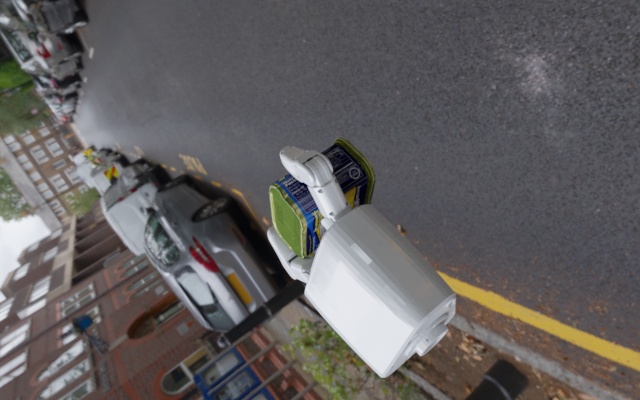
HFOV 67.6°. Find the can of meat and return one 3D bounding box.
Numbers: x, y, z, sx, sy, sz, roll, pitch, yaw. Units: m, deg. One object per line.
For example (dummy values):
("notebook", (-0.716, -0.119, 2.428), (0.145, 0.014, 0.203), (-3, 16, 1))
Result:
("can of meat", (0.000, 0.002, 0.461), (0.084, 0.057, 0.102), (-34, -24, -20))
